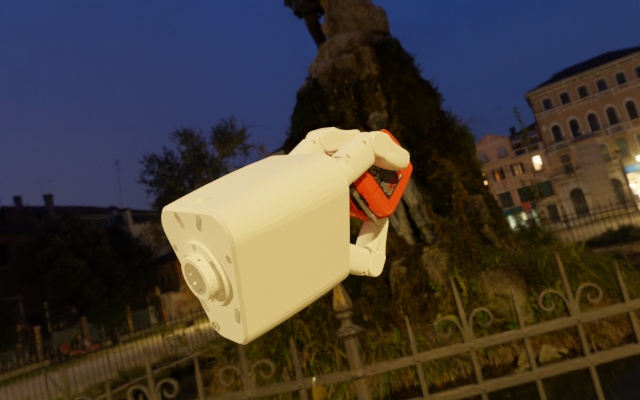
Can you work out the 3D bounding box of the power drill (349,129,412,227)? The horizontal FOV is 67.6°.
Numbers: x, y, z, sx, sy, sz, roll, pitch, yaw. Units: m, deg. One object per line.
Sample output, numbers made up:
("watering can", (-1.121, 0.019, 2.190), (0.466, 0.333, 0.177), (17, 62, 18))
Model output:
("power drill", (0.000, 0.002, 0.493), (0.188, 0.057, 0.184), (-31, 15, 34))
